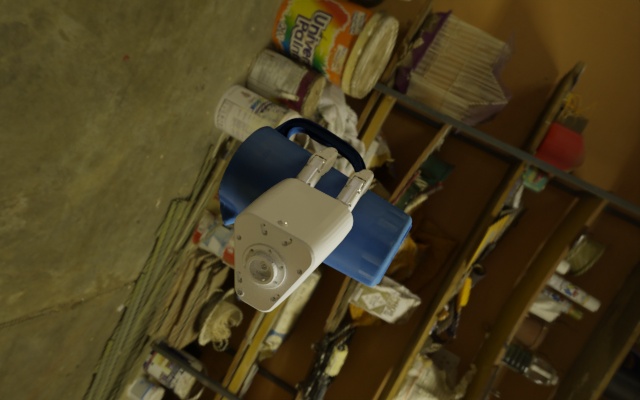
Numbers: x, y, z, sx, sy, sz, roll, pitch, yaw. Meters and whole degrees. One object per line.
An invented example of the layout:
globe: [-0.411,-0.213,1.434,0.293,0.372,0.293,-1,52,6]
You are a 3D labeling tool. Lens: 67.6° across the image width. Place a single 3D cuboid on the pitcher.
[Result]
pitcher: [0.000,0.002,0.648,0.243,0.149,0.145,30,29,11]
